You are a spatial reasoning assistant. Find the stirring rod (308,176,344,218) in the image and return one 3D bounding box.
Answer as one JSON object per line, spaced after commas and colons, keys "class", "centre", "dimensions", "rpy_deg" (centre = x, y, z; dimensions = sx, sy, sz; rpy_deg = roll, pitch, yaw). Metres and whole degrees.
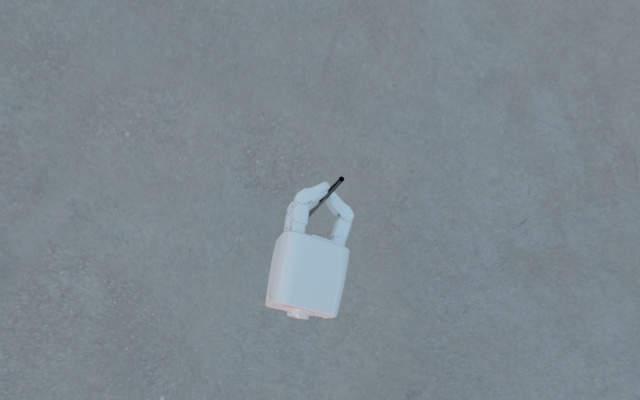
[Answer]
{"class": "stirring rod", "centre": [0.000, 0.003, 0.789], "dimensions": [0.011, 0.011, 0.239], "rpy_deg": [0, -16, -15]}
